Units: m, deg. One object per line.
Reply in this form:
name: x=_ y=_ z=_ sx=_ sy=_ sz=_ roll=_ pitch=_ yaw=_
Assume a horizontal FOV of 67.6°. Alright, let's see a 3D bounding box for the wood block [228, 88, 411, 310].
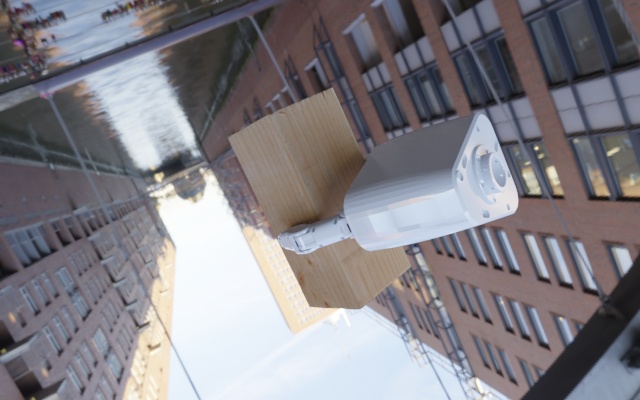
wood block: x=0.000 y=0.002 z=0.504 sx=0.091 sy=0.206 sz=0.090 roll=-31 pitch=11 yaw=-36
